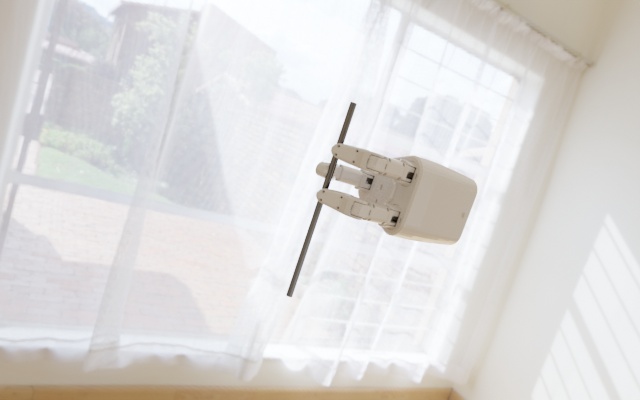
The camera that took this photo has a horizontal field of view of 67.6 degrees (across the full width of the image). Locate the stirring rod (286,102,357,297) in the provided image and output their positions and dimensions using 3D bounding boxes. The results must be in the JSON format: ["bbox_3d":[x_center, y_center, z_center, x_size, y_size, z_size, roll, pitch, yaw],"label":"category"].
[{"bbox_3d":[0.000,0.002,0.559,0.011,0.239,0.011,18,8,-2],"label":"stirring rod"}]
